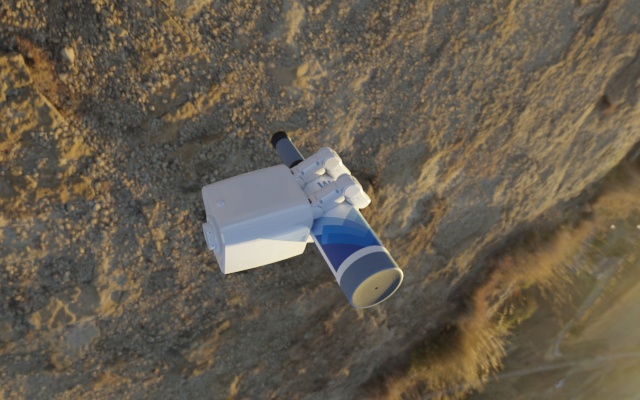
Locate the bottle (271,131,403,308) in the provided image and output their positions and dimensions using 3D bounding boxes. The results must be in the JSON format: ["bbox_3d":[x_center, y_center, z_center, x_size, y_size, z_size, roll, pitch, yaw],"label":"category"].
[{"bbox_3d":[0.000,0.002,0.614,0.069,0.069,0.295,0,40,-33],"label":"bottle"}]
